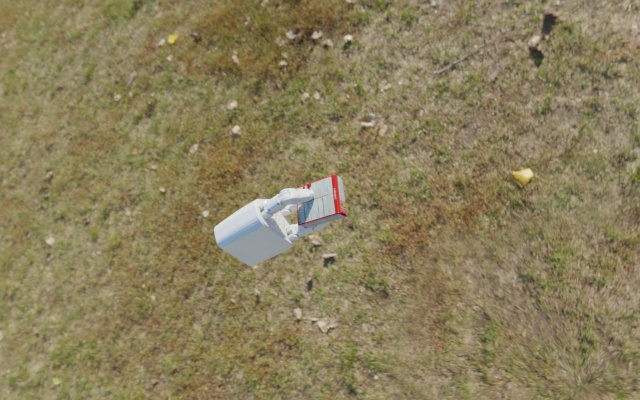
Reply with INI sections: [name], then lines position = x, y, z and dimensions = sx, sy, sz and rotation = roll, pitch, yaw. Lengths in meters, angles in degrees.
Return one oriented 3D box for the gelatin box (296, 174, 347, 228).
[gelatin box]
position = 0.000, 0.003, 0.843
dimensions = 0.089, 0.073, 0.030
rotation = -19, -25, 30
